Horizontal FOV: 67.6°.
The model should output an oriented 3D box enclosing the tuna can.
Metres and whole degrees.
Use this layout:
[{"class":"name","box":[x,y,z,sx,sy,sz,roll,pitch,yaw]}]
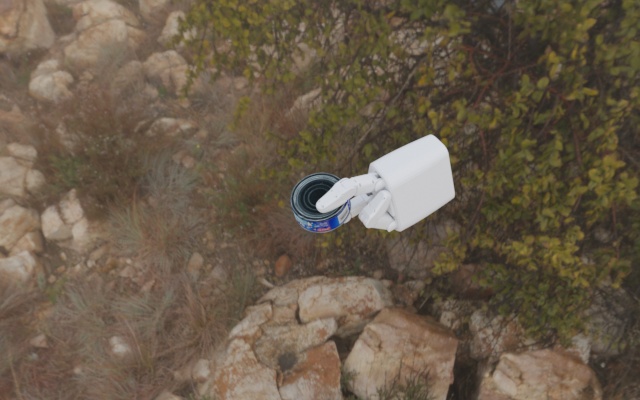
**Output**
[{"class":"tuna can","box":[0.000,0.002,0.694,0.086,0.086,0.034,0,-32,12]}]
